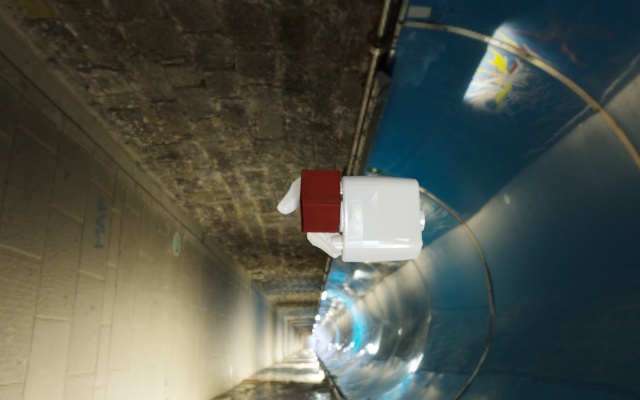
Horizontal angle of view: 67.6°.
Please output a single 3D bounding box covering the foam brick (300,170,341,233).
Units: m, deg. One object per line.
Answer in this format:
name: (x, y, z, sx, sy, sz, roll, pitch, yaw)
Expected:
foam brick: (0.000, 0.002, 0.624, 0.051, 0.053, 0.078, 1, -32, 0)
